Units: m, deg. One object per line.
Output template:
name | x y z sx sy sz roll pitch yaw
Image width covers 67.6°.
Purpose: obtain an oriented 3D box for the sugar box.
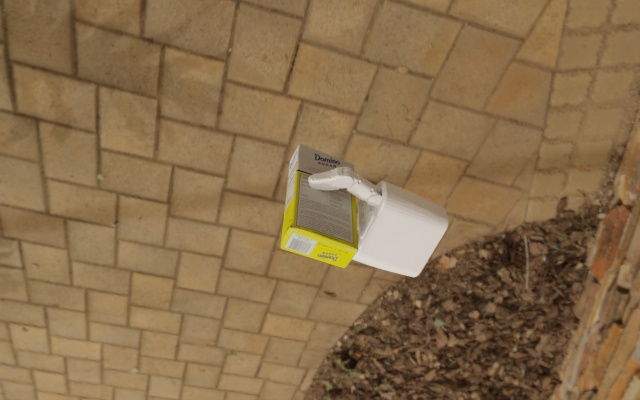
sugar box | 0.000 0.003 0.655 0.093 0.048 0.176 20 37 -15
